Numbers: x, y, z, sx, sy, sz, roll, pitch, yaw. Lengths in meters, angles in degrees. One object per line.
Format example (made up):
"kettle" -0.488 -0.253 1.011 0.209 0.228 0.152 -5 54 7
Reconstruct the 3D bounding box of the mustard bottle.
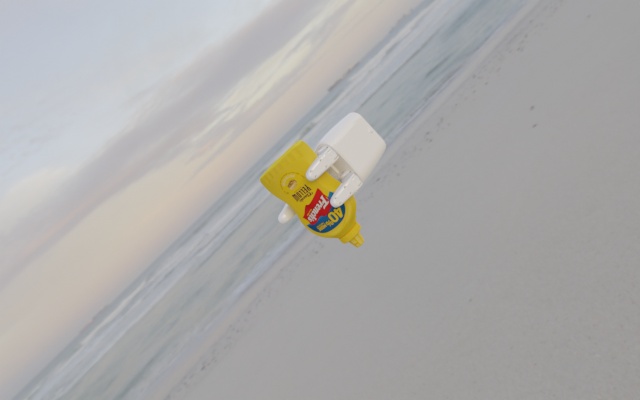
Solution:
"mustard bottle" 0.000 0.002 0.763 0.096 0.191 0.058 -39 10 27
